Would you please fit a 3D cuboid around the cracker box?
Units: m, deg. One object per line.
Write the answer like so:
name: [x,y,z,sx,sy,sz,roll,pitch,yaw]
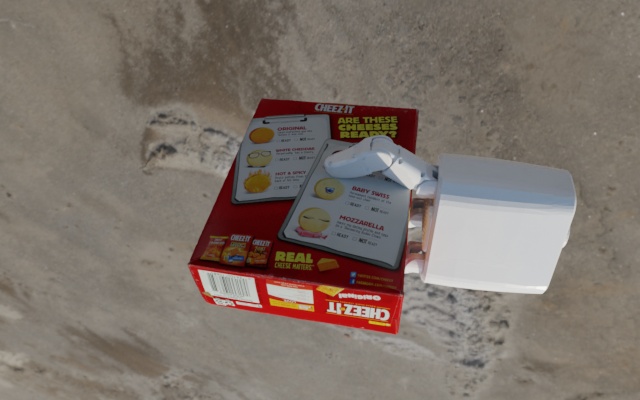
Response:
cracker box: [0.000,0.001,0.435,0.164,0.213,0.072,6,-42,9]
